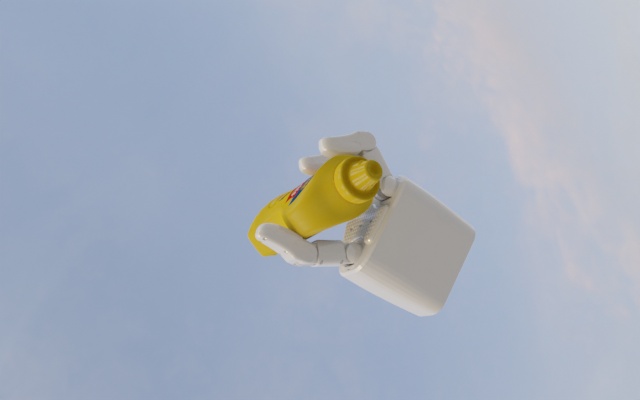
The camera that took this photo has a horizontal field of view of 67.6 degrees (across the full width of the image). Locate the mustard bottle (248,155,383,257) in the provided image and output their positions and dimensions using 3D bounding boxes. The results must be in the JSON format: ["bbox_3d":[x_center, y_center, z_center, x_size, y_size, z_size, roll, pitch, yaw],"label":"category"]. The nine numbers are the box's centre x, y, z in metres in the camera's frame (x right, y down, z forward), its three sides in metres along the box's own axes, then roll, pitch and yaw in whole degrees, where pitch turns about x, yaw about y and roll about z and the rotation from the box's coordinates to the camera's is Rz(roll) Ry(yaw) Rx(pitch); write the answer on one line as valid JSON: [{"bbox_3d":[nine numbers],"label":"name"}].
[{"bbox_3d":[0.000,0.001,0.473,0.096,0.058,0.192,-38,4,-33],"label":"mustard bottle"}]
